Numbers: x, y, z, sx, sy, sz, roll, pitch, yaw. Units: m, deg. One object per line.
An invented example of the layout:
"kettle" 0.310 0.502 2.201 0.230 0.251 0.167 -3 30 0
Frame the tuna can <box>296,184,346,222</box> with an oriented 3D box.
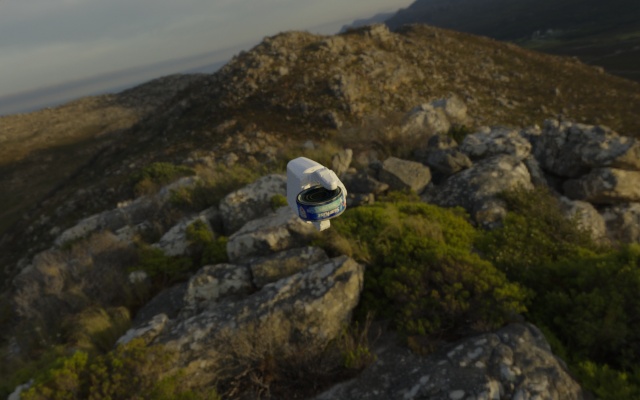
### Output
"tuna can" 0.000 0.002 0.842 0.086 0.034 0.086 -10 24 5
